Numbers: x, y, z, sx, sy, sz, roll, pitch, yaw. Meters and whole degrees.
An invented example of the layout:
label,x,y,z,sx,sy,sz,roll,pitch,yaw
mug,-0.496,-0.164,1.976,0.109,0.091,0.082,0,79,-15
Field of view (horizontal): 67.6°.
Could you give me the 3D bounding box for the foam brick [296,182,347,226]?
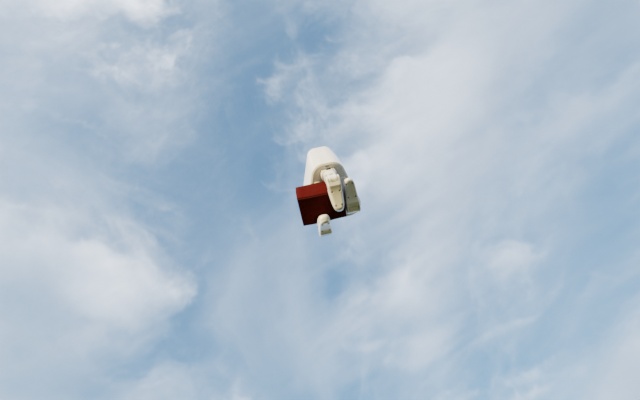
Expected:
label,x,y,z,sx,sy,sz,roll,pitch,yaw
foam brick,0.000,0.003,0.812,0.078,0.053,0.051,-12,26,-4
